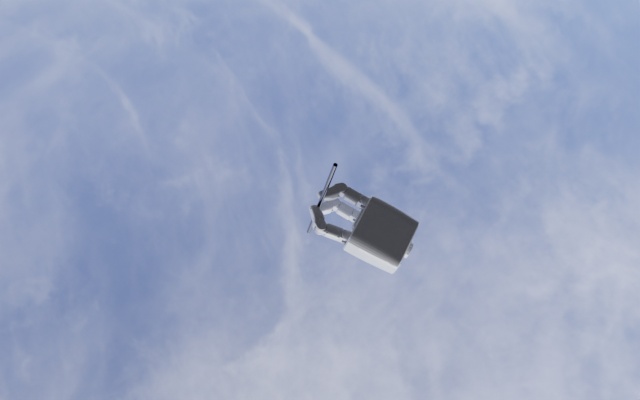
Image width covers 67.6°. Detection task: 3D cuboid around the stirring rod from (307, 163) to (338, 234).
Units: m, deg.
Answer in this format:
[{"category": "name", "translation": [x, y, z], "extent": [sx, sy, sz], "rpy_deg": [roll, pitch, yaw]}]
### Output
[{"category": "stirring rod", "translation": [0.000, 0.003, 0.897], "extent": [0.011, 0.011, 0.240], "rpy_deg": [0, -31, -14]}]
